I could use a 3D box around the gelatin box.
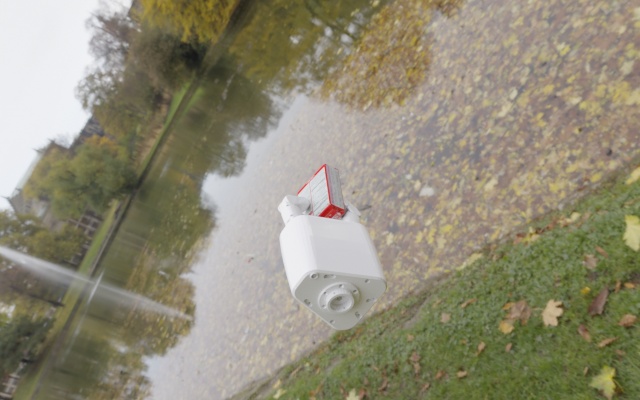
[{"bbox_3d":[0.000,0.002,0.698,0.030,0.089,0.073,23,-51,-29],"label":"gelatin box"}]
